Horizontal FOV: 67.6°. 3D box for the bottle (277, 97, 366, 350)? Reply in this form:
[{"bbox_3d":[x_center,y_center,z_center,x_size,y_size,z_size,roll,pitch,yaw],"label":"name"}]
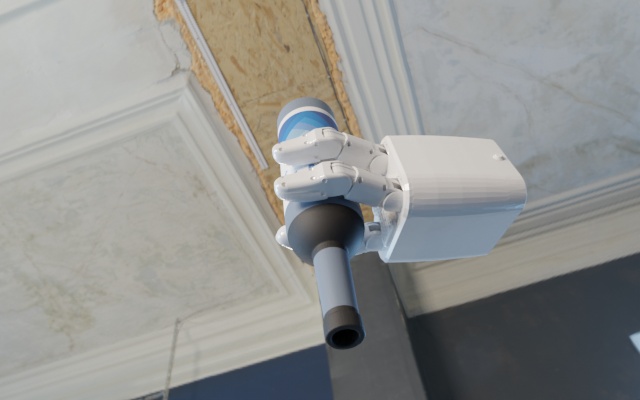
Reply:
[{"bbox_3d":[0.000,0.001,0.430,0.069,0.069,0.295,0,38,-8],"label":"bottle"}]
